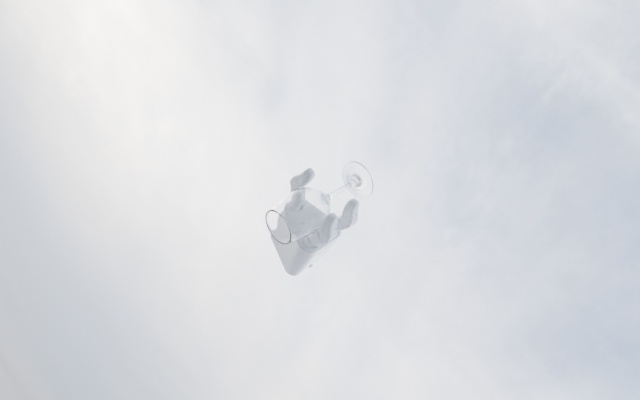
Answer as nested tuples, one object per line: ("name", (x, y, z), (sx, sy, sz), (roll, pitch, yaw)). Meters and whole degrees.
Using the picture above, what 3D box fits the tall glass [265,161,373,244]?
("tall glass", (0.001, 0.002, 0.825), (0.201, 0.079, 0.079), (-30, 19, -37))
